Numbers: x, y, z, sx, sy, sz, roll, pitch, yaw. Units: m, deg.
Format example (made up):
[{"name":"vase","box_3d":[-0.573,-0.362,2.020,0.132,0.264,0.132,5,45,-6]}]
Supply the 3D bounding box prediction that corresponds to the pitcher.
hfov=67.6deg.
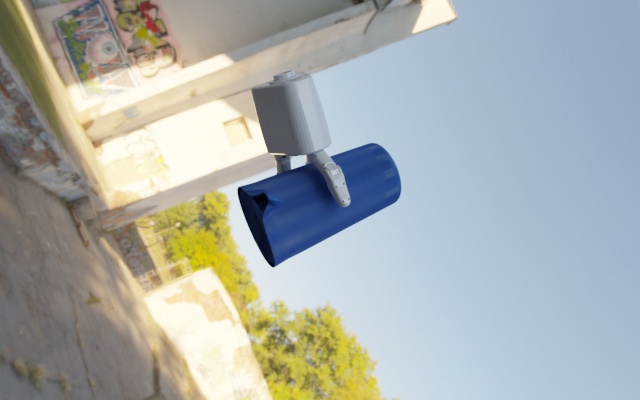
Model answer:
[{"name":"pitcher","box_3d":[0.000,0.002,0.762,0.243,0.145,0.149,-23,20,-18]}]
